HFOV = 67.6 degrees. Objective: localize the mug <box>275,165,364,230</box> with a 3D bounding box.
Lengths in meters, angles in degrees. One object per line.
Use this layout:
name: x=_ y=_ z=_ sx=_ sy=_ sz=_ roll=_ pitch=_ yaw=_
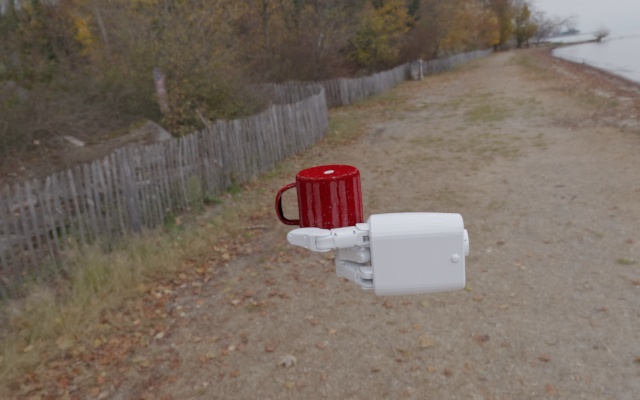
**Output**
mug: x=-0.001 y=0.002 z=0.609 sx=0.117 sy=0.081 sz=0.093 roll=-3 pitch=16 yaw=7
